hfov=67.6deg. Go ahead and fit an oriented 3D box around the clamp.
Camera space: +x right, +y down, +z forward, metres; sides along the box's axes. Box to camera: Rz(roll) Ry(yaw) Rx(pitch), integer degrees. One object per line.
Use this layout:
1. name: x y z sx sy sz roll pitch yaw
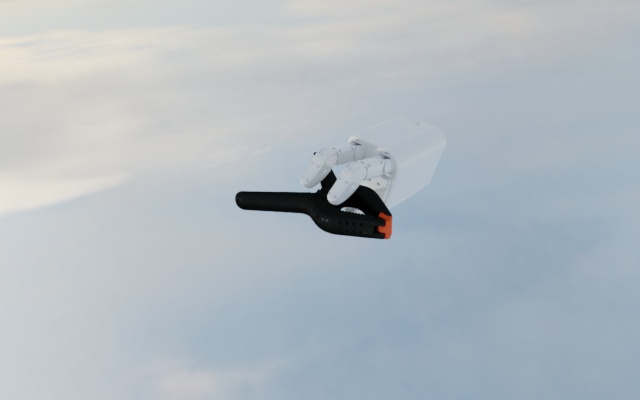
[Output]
1. clamp: 0.001 0.003 0.628 0.164 0.036 0.210 -27 40 -30
